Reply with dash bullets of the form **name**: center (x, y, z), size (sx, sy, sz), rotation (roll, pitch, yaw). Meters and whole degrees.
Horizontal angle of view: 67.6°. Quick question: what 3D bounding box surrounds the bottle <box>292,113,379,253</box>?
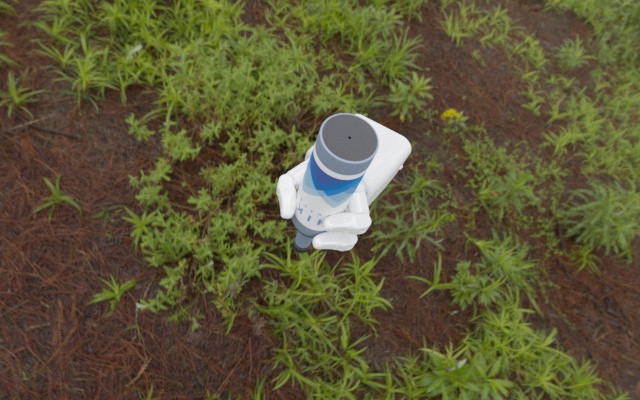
- **bottle**: center (0.000, 0.002, 0.637), size (0.069, 0.069, 0.296), rotation (0, -28, -14)
